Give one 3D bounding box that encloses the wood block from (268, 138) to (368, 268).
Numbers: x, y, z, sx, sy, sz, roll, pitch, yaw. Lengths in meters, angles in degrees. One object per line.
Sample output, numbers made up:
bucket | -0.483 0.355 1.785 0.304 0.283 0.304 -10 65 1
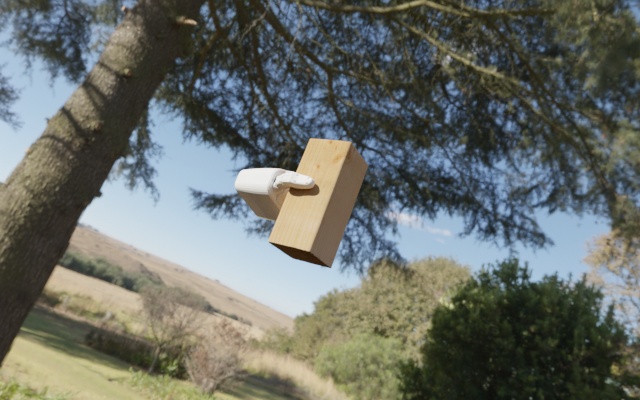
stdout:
wood block | 0.000 0.002 0.849 0.090 0.206 0.091 10 -20 32
